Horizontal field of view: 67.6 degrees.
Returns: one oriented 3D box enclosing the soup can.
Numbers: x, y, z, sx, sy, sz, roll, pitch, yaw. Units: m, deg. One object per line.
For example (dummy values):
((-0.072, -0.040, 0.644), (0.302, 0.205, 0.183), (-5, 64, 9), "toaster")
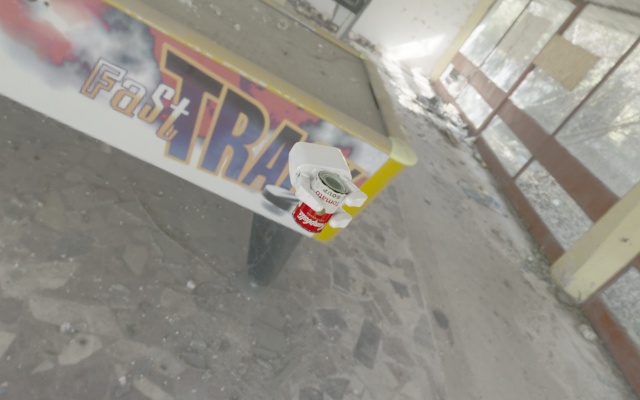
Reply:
((0.000, 0.003, 0.898), (0.068, 0.102, 0.068), (27, 26, -15), "soup can")
